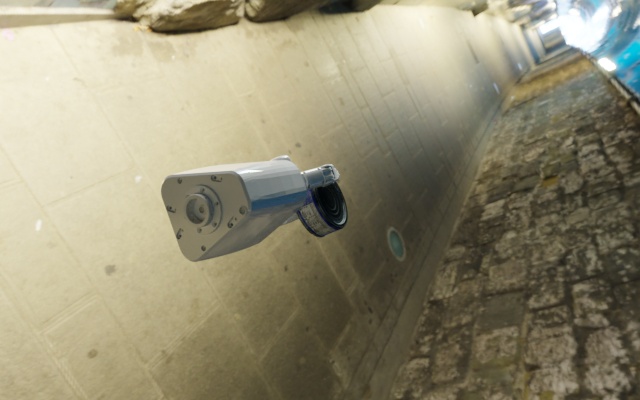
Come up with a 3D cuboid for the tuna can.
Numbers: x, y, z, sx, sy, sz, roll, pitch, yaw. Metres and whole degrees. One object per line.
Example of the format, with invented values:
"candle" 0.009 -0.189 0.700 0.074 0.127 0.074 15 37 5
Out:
"tuna can" 0.001 0.002 0.615 0.034 0.086 0.086 -24 -11 25
